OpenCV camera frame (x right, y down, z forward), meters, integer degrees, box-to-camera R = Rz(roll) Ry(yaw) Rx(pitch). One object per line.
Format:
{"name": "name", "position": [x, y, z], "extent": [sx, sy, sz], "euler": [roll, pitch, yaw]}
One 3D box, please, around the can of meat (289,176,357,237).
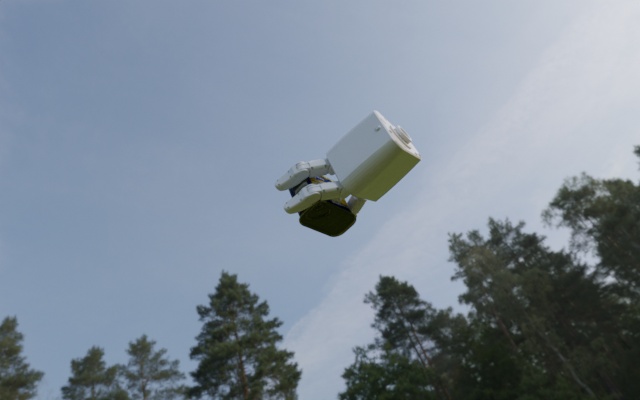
{"name": "can of meat", "position": [0.000, 0.002, 0.784], "extent": [0.102, 0.084, 0.057], "euler": [24, -59, -42]}
